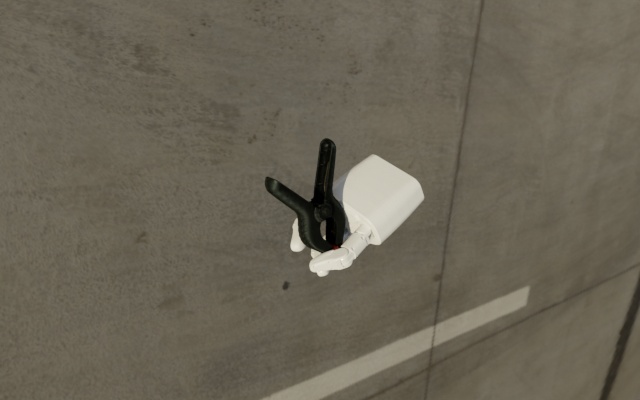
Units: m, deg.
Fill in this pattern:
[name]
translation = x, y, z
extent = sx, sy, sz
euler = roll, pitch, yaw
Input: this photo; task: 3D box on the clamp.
[clamp]
translation = 0.000, 0.003, 0.665
extent = 0.120, 0.172, 0.039
euler = -41, 38, -20
